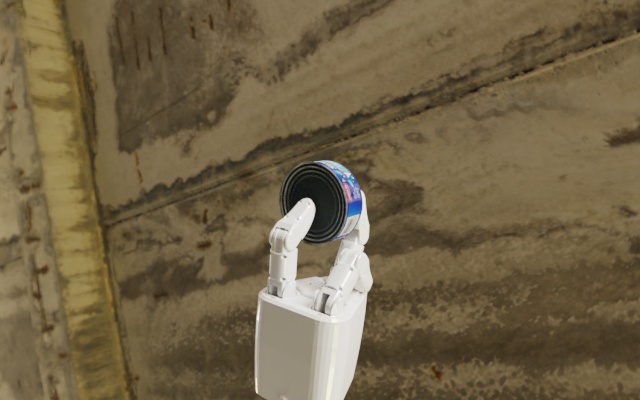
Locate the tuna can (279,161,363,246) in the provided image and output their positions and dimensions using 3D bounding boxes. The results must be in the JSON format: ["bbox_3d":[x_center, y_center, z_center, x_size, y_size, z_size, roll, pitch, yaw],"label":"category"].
[{"bbox_3d":[0.000,0.001,0.493,0.086,0.086,0.034,0,7,37],"label":"tuna can"}]
